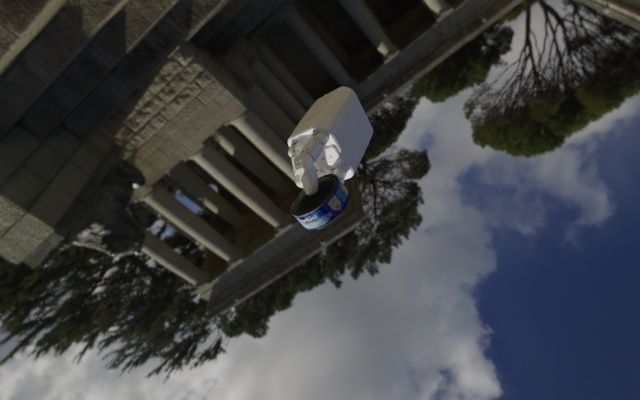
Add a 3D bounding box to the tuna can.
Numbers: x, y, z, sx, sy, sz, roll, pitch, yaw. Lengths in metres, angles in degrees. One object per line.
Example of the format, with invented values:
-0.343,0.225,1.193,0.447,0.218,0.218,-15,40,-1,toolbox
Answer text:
0.000,0.003,0.699,0.034,0.086,0.086,49,-25,-24,tuna can
